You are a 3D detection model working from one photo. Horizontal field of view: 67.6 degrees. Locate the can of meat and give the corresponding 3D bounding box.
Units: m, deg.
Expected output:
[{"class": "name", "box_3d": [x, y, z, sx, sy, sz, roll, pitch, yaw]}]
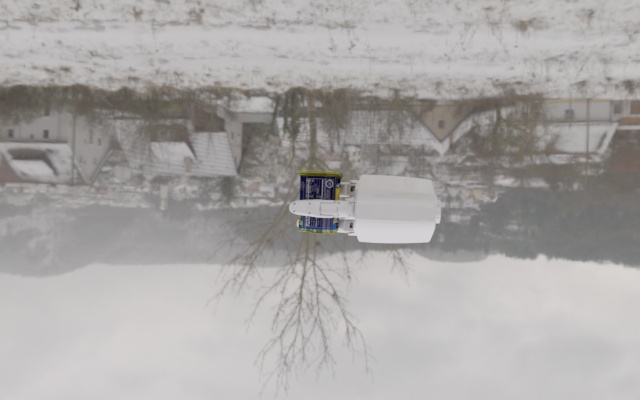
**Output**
[{"class": "can of meat", "box_3d": [0.000, 0.003, 0.678, 0.057, 0.084, 0.102, 2, 0, 6]}]
